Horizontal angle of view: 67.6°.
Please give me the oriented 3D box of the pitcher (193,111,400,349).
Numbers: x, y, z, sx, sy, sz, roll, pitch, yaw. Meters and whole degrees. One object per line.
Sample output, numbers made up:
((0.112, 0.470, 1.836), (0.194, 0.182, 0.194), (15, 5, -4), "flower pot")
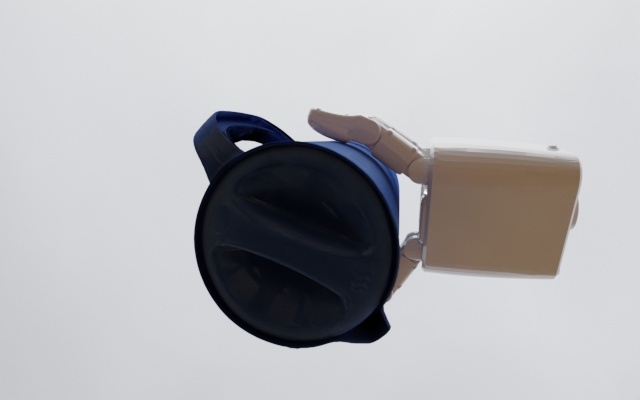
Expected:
((0.000, 0.001, 0.404), (0.145, 0.149, 0.243), (4, 11, 12), "pitcher")
